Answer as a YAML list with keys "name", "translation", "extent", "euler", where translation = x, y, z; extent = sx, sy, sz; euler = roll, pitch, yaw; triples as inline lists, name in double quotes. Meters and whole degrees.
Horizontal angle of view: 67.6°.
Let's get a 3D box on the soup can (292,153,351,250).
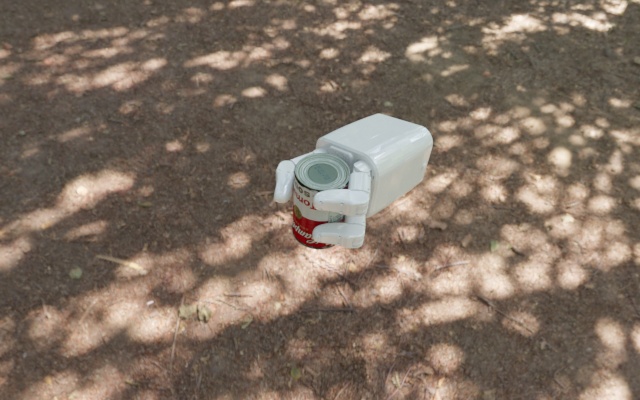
- name: "soup can"
  translation: [0.000, 0.002, 0.581]
  extent: [0.068, 0.068, 0.102]
  euler: [2, -45, -2]
